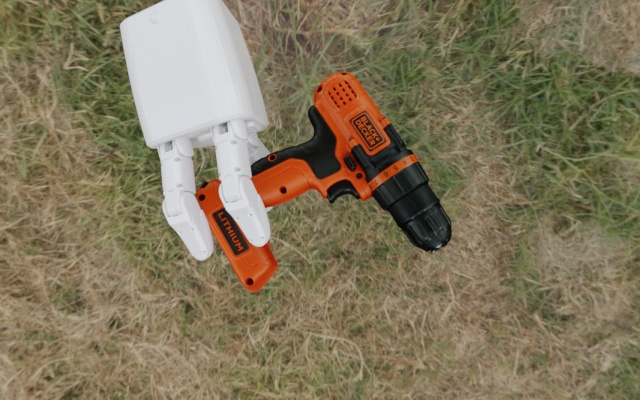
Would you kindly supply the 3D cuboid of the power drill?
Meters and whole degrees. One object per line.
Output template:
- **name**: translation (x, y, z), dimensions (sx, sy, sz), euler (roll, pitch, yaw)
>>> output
- **power drill**: translation (0.000, 0.001, 0.429), dimensions (0.187, 0.184, 0.057), euler (-32, -11, -3)
